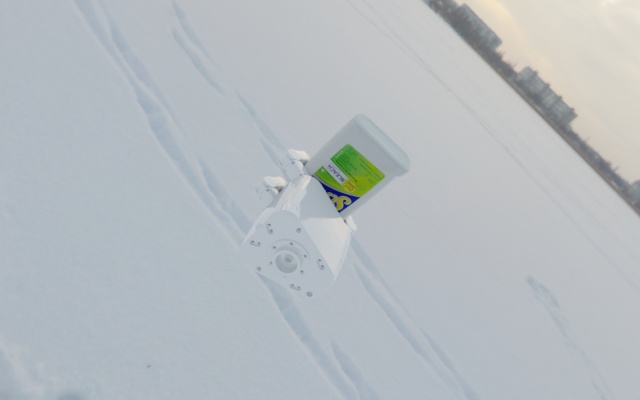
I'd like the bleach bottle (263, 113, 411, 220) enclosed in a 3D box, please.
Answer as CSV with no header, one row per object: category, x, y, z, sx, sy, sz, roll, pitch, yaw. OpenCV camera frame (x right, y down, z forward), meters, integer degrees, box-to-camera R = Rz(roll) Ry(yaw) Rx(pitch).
bleach bottle,0.000,0.002,0.659,0.251,0.102,0.068,-45,7,25
